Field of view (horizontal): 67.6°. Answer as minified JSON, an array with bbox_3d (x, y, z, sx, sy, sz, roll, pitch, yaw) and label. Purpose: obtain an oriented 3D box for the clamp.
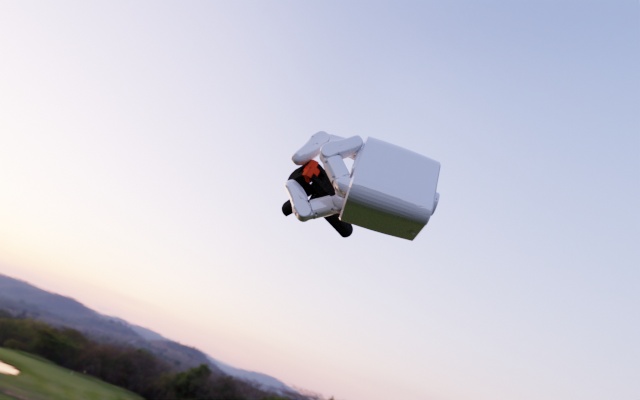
[{"bbox_3d":[0.000,0.002,0.699,0.120,0.039,0.171,18,-23,3],"label":"clamp"}]
